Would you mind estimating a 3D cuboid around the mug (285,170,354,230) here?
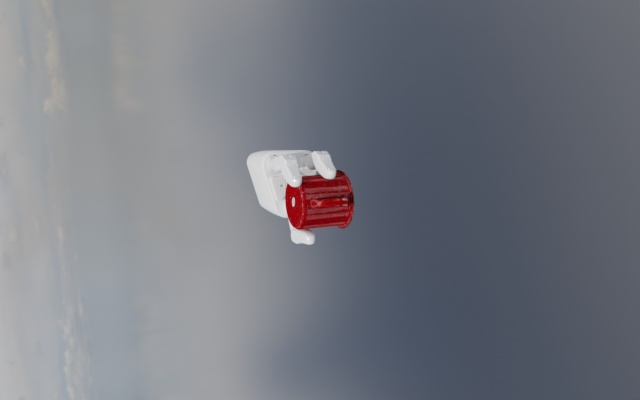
[{"bbox_3d":[0.001,0.003,0.727,0.081,0.093,0.117,-5,6,-24],"label":"mug"}]
